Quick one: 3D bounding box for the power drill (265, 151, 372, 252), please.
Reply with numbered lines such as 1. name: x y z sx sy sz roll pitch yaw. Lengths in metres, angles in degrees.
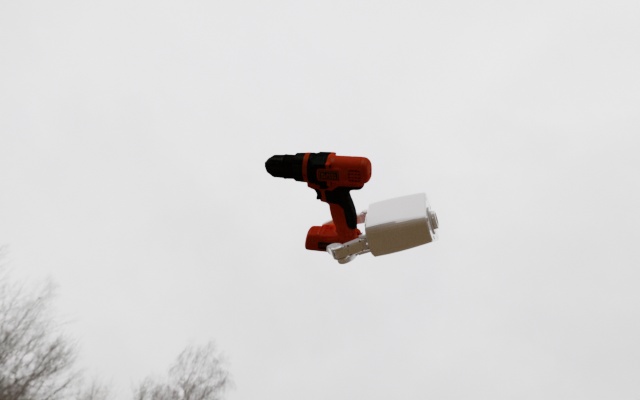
1. power drill: 0.000 0.003 0.836 0.184 0.188 0.057 5 35 17
